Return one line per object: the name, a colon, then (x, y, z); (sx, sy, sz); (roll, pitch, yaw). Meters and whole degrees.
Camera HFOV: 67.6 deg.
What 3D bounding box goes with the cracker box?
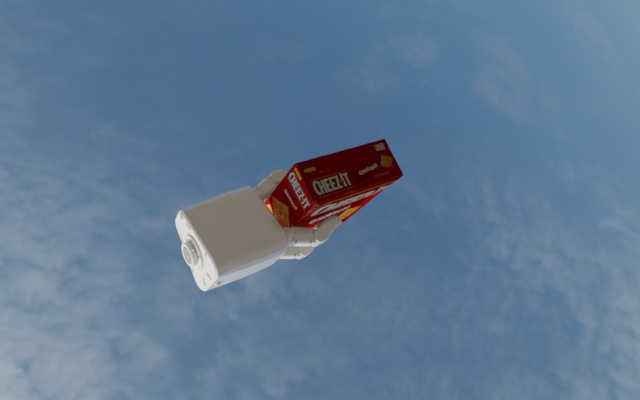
cracker box: (0.000, 0.002, 0.731); (0.164, 0.072, 0.214); (-19, -14, -34)
